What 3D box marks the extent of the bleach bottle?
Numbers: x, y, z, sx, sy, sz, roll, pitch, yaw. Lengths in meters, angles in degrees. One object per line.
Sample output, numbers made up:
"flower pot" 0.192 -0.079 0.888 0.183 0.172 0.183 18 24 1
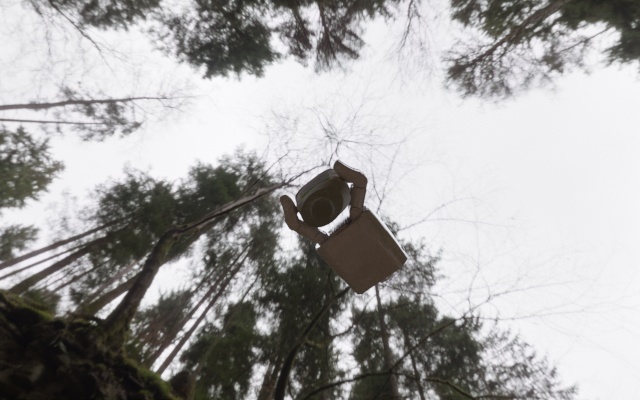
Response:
"bleach bottle" 0.000 0.002 0.756 0.102 0.068 0.251 -40 4 7
